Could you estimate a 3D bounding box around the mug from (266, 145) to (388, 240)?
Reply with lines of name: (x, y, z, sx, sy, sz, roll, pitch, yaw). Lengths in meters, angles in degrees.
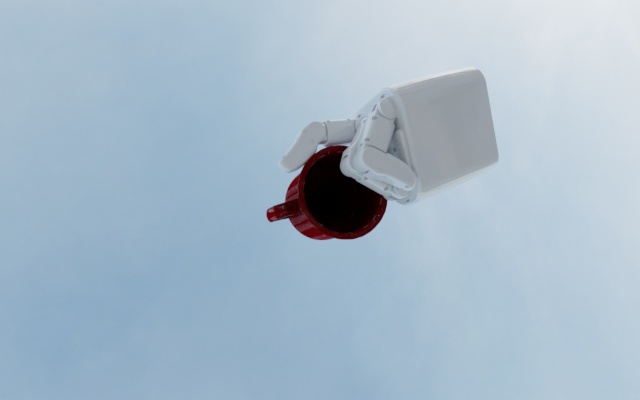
mug: (-0.001, 0.002, 0.492, 0.117, 0.093, 0.081, -19, -3, -20)
